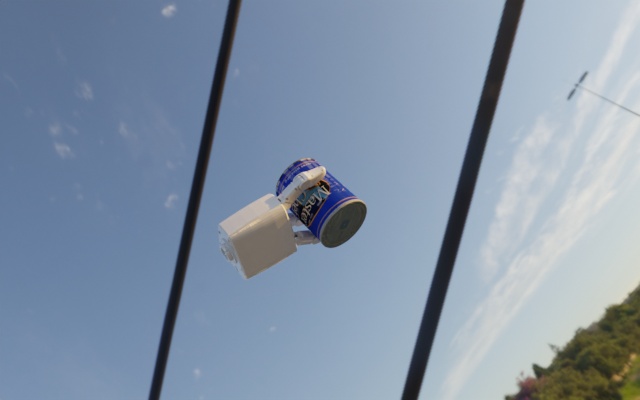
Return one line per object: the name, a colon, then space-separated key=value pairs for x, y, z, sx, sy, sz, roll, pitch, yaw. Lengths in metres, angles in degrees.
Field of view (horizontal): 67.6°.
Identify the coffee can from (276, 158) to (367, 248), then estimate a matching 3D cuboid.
coffee can: x=0.000 y=0.003 z=0.864 sx=0.103 sy=0.103 sz=0.140 roll=0 pitch=35 yaw=-48
